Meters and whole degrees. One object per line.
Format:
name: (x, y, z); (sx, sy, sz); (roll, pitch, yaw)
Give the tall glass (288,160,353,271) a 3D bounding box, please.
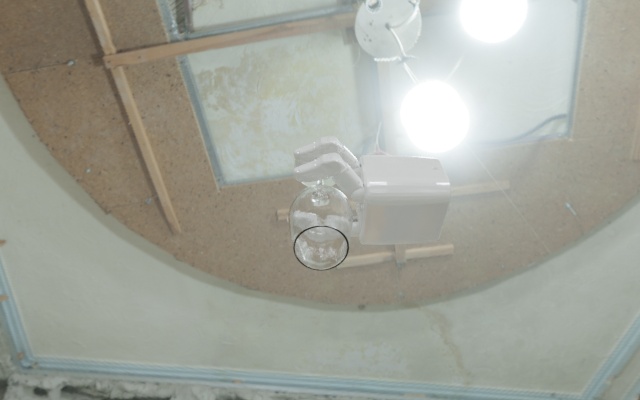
tall glass: (0.000, 0.002, 0.608); (0.079, 0.079, 0.201); (0, 31, 0)
